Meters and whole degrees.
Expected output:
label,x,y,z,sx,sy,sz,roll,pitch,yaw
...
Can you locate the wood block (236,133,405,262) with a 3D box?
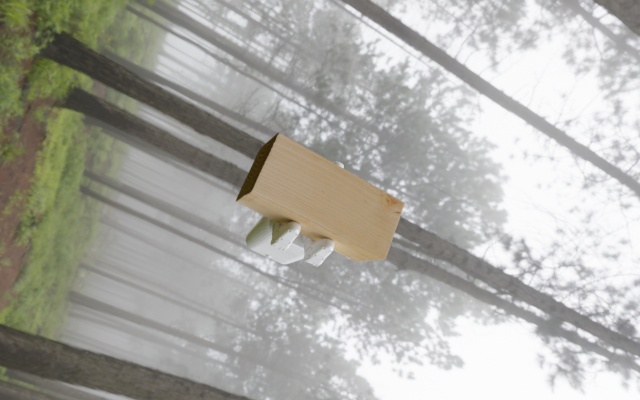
label,x,y,z,sx,sy,sz,roll,pitch,yaw
wood block,0.000,0.002,0.671,0.206,0.090,0.090,28,-19,-18
